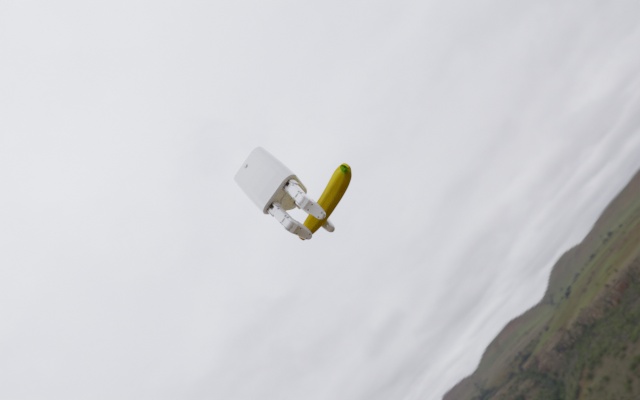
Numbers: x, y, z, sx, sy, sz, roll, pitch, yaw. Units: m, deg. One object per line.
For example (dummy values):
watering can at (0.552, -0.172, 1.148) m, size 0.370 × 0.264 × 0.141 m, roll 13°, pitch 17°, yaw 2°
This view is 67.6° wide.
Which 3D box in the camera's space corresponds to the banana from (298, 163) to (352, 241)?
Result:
banana at (0.013, -0.004, 0.911) m, size 0.037 × 0.198 × 0.069 m, roll 43°, pitch 37°, yaw 20°
